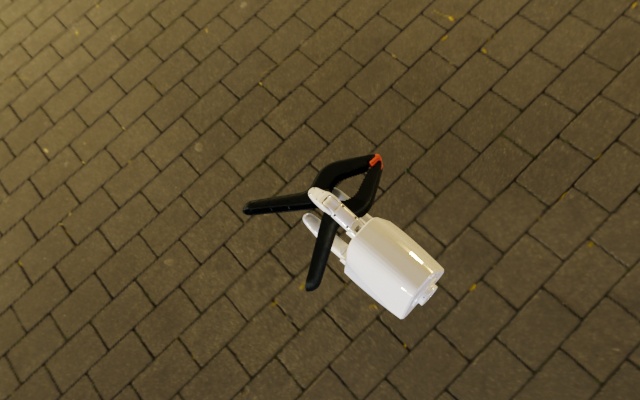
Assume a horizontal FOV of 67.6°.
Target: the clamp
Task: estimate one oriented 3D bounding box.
[{"bbox_3d":[0.001,0.002,0.685,0.164,0.210,0.036,41,-9,21],"label":"clamp"}]
